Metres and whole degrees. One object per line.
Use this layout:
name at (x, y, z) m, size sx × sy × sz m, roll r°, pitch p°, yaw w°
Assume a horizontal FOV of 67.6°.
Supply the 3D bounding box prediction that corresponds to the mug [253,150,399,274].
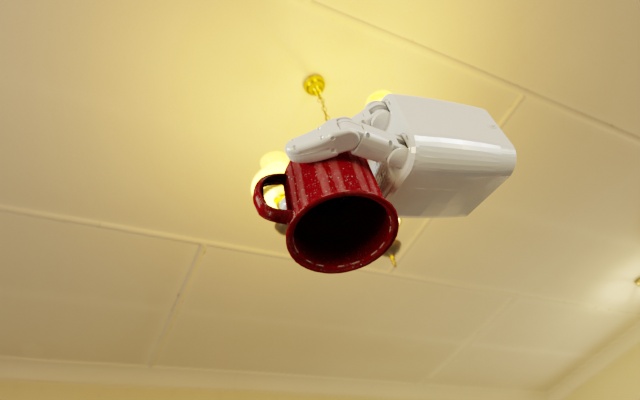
mug at (-0.001, 0.001, 0.408) m, size 0.117 × 0.093 × 0.081 m, roll 4°, pitch 40°, yaw -17°
